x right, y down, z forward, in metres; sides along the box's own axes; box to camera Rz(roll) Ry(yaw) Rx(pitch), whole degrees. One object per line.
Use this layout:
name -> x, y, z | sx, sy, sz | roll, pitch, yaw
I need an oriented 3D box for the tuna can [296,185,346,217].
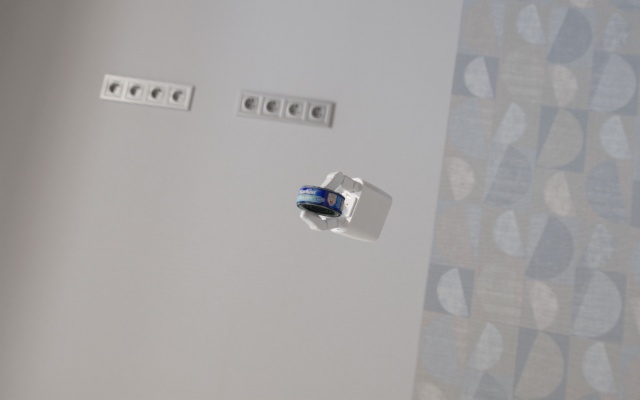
tuna can -> 0.000, 0.003, 0.860 | 0.086, 0.033, 0.086 | 13, -13, 3
